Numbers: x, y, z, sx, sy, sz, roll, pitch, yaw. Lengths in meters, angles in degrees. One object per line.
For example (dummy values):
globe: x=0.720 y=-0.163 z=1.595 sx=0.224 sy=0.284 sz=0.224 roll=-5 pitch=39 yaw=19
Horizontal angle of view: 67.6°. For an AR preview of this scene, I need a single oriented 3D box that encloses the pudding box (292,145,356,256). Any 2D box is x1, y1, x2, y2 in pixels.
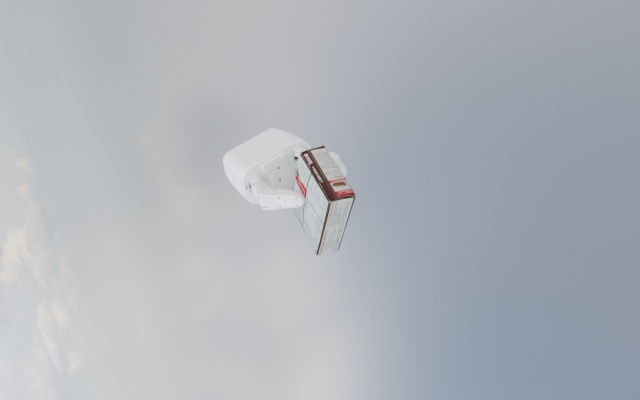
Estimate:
pudding box: x=0.000 y=0.002 z=0.611 sx=0.039 sy=0.090 sz=0.114 roll=-16 pitch=-35 yaw=-21
